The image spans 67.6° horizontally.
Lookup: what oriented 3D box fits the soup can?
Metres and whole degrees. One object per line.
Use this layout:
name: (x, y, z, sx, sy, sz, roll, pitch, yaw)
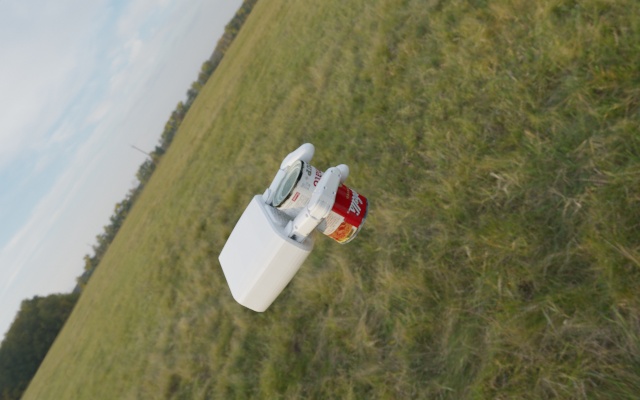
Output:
soup can: (0.000, 0.001, 0.597, 0.102, 0.068, 0.068, 30, -11, -20)
